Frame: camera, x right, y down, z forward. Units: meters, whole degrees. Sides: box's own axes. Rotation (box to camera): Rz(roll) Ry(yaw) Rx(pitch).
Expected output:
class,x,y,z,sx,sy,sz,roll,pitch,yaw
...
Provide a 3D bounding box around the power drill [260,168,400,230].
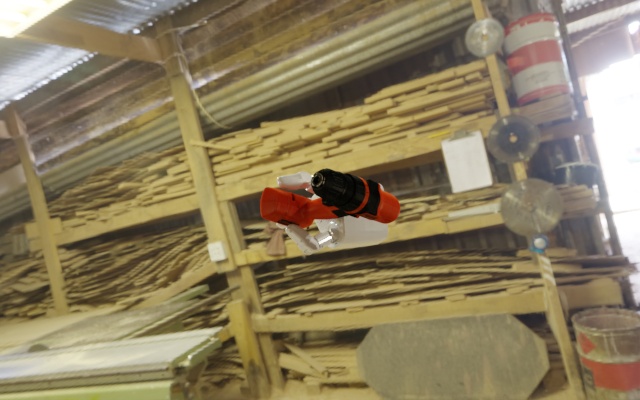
class,x,y,z,sx,sy,sz,roll,pitch,yaw
power drill,0.000,0.002,0.714,0.187,0.057,0.184,-5,-19,39
